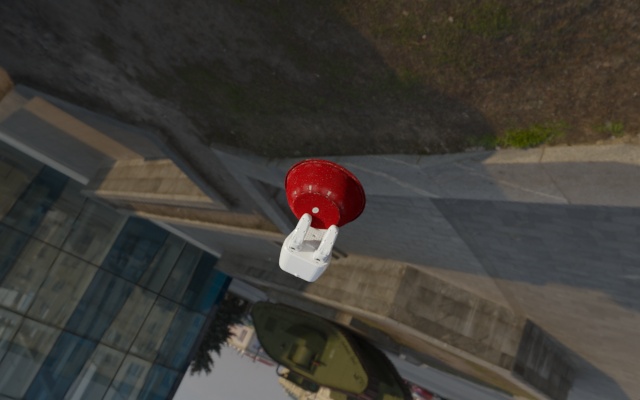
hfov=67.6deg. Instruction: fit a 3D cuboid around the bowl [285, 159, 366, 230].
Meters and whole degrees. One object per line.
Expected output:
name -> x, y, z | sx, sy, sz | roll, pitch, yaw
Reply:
bowl -> 0.000, 0.002, 0.888 | 0.162, 0.162, 0.055 | 0, 40, 23
